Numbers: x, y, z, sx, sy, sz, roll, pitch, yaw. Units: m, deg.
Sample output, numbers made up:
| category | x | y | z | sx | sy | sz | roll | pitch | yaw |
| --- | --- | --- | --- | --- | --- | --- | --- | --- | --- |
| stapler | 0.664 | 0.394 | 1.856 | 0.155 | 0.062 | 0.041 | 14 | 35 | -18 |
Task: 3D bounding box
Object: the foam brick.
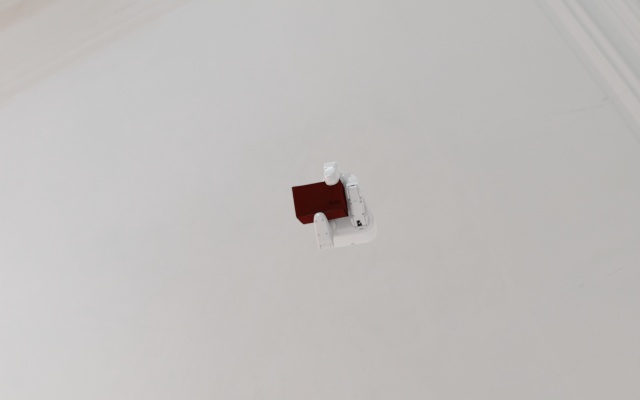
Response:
| category | x | y | z | sx | sy | sz | roll | pitch | yaw |
| --- | --- | --- | --- | --- | --- | --- | --- | --- | --- |
| foam brick | 0.000 | 0.002 | 0.754 | 0.078 | 0.053 | 0.051 | -10 | -17 | 8 |
